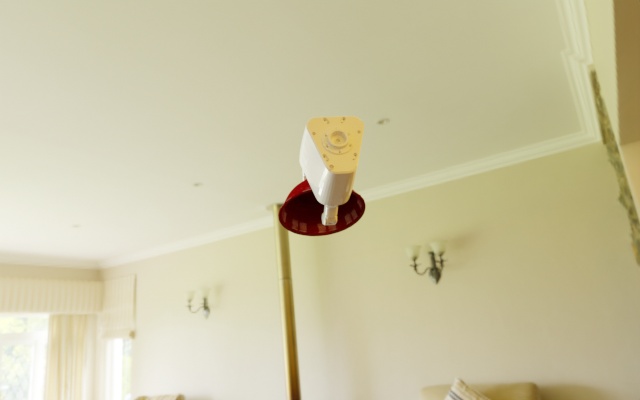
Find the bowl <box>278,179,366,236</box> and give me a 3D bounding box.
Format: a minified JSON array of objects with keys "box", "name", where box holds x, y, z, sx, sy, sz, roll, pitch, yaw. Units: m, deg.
[{"box":[0.000,0.003,0.890,0.162,0.055,0.162,-6,-35,-4],"name":"bowl"}]
